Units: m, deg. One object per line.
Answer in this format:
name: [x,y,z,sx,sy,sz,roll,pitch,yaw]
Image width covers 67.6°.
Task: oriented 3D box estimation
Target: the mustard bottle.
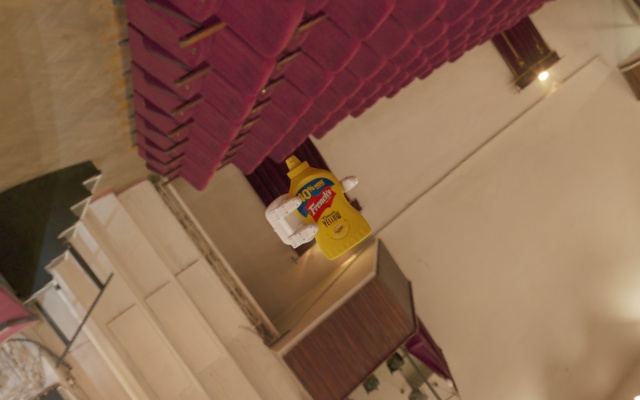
mustard bottle: [0.000,0.003,0.847,0.096,0.191,0.058,-35,3,3]
